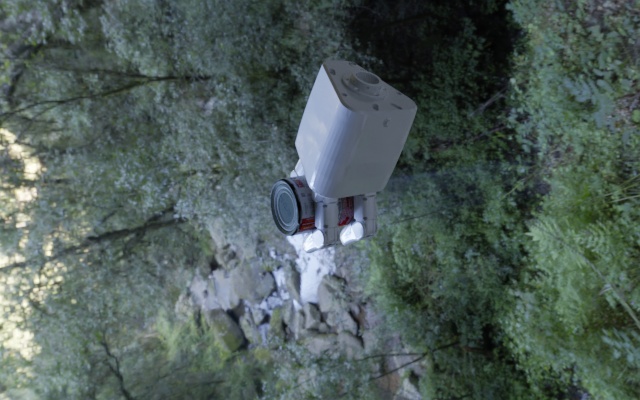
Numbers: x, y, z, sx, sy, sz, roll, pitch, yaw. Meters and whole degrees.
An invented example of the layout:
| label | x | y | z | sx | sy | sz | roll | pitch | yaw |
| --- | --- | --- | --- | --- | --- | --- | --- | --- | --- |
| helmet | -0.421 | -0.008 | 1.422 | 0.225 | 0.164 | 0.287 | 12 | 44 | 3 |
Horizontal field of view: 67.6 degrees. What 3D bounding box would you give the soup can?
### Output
| label | x | y | z | sx | sy | sz | roll | pitch | yaw |
| --- | --- | --- | --- | --- | --- | --- | --- | --- | --- |
| soup can | 0.000 | 0.002 | 0.569 | 0.102 | 0.068 | 0.068 | -9 | 5 | -33 |
